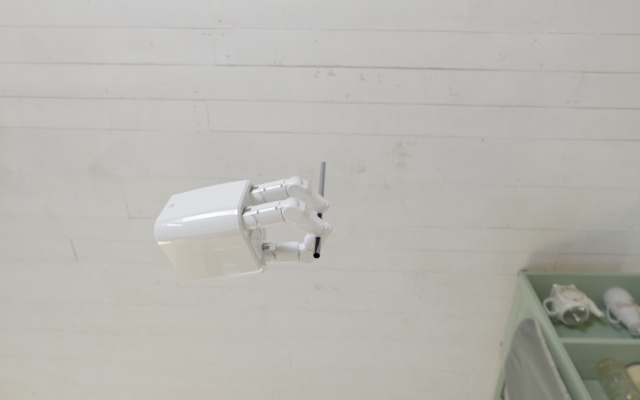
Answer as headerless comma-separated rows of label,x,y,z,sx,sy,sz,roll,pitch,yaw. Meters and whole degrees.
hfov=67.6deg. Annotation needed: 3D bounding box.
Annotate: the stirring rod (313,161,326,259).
stirring rod,0.000,0.002,0.629,0.011,0.011,0.239,0,29,2
